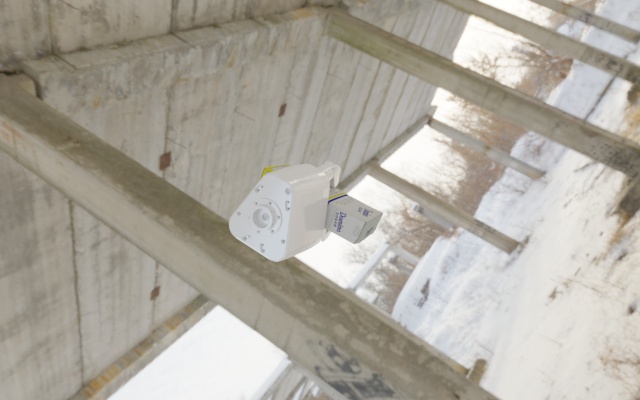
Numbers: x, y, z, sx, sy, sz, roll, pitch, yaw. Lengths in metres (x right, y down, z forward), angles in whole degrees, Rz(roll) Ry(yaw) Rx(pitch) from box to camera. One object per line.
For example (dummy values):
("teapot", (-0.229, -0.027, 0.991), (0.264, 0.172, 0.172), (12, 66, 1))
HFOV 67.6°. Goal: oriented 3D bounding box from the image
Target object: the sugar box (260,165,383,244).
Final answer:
("sugar box", (0.000, 0.003, 0.730), (0.176, 0.048, 0.093), (31, 18, 17))
